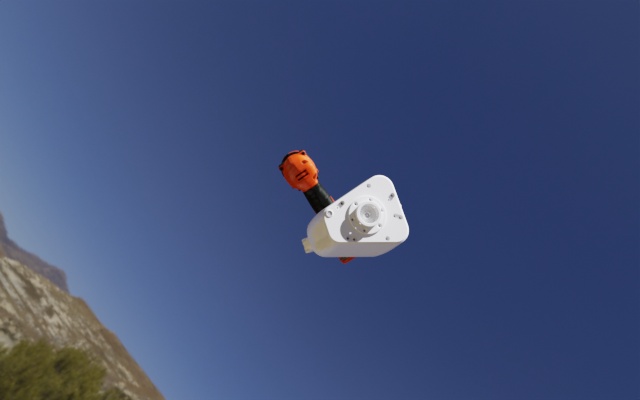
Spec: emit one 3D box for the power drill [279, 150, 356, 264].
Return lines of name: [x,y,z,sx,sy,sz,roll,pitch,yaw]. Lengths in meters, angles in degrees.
power drill: [0.000,0.003,0.777,0.057,0.188,0.184,-36,12,2]
